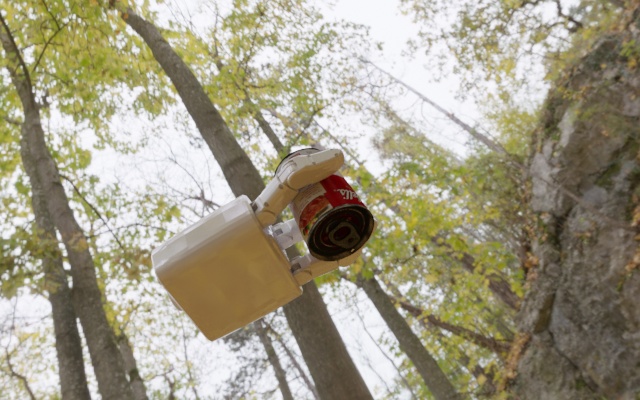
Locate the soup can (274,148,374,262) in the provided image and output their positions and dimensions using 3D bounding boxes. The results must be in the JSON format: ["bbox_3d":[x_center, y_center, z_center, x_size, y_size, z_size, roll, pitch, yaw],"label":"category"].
[{"bbox_3d":[0.000,0.001,0.475,0.068,0.068,0.102,0,37,-29],"label":"soup can"}]
